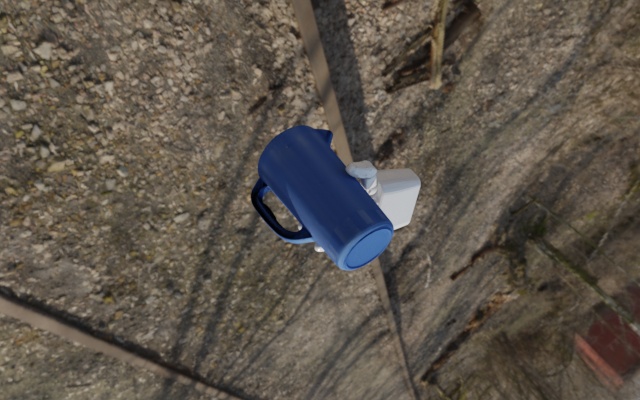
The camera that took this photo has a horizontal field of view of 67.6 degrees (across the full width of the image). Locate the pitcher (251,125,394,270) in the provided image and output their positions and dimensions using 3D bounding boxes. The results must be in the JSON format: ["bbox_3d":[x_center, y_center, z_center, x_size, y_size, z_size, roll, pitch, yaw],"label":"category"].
[{"bbox_3d":[0.000,0.003,0.793,0.145,0.149,0.242,-10,48,-39],"label":"pitcher"}]
